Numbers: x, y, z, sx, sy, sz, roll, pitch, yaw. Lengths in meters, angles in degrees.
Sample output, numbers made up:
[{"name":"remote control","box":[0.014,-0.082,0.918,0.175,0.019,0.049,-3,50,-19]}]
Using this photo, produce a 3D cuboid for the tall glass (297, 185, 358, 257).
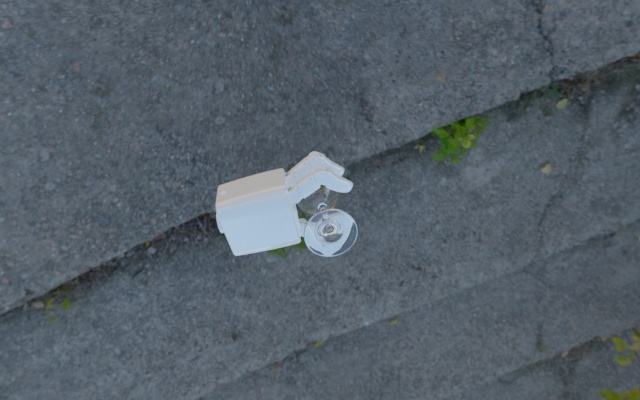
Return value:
[{"name":"tall glass","box":[0.000,0.003,0.734,0.079,0.079,0.201,0,26,-8]}]
